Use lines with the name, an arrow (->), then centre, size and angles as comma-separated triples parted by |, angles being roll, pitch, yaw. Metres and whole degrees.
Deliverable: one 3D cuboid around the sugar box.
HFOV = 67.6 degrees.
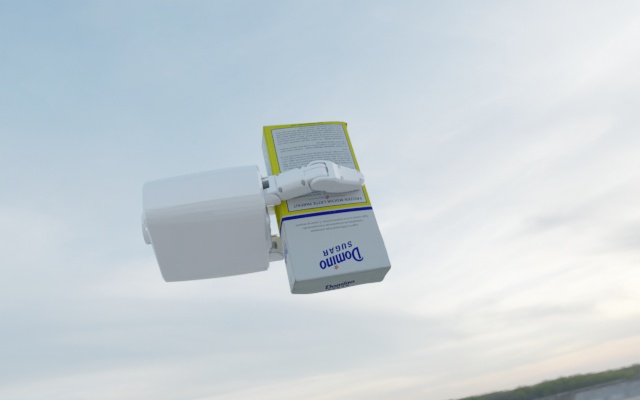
sugar box -> 0.000, 0.002, 0.479 | 0.093, 0.176, 0.048 | -6, -28, -13
